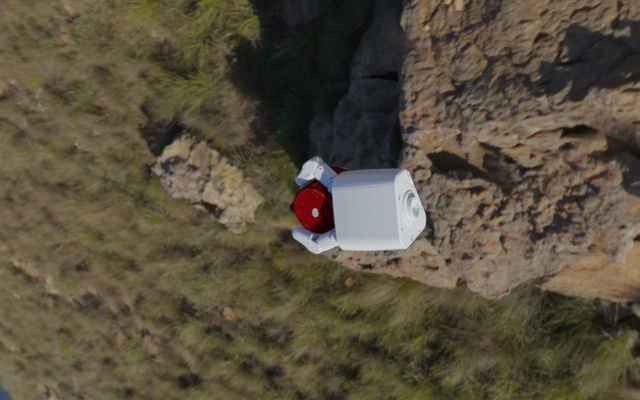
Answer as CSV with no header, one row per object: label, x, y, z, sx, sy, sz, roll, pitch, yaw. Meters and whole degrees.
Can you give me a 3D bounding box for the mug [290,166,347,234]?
mug,-0.001,0.003,0.778,0.117,0.093,0.081,-3,21,36
